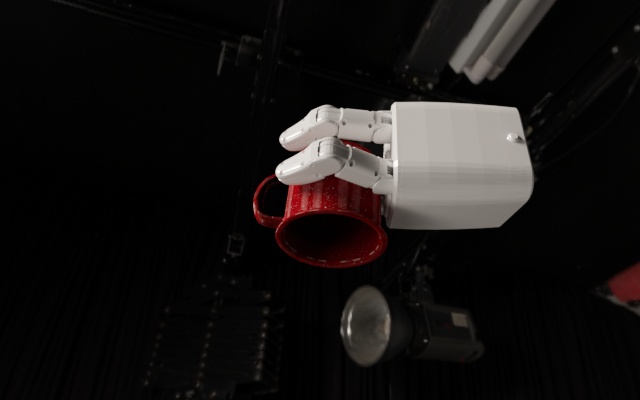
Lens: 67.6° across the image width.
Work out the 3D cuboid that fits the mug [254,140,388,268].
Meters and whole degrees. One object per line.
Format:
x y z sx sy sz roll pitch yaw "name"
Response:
-0.001 0.001 0.420 0.117 0.081 0.093 2 -35 5 "mug"
